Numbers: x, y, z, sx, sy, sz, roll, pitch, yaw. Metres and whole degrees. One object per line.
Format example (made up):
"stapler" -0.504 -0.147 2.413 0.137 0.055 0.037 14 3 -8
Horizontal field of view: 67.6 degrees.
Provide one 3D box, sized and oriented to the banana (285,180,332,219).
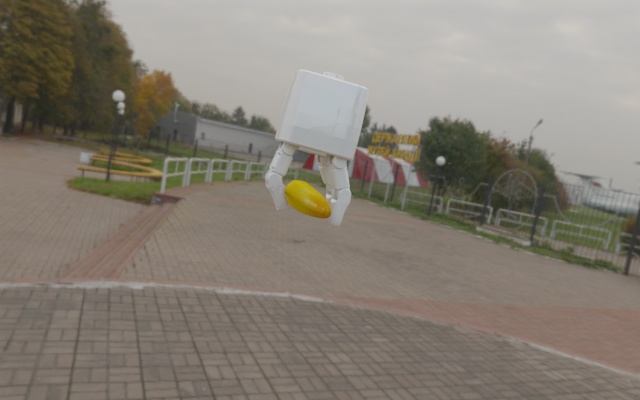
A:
"banana" -0.017 -0.004 0.665 0.069 0.037 0.198 20 3 0
